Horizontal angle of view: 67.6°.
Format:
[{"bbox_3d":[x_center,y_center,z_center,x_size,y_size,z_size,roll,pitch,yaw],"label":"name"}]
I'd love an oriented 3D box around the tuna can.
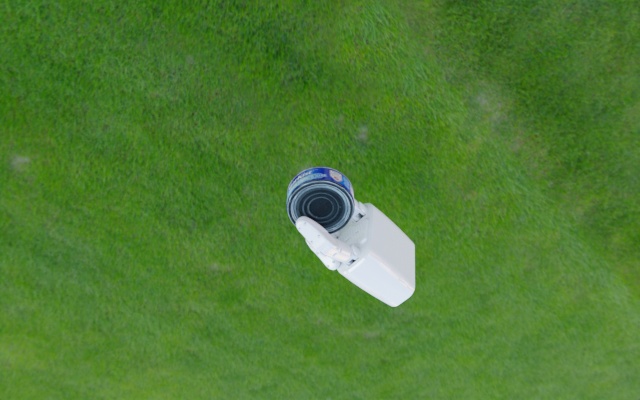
[{"bbox_3d":[0.000,0.002,0.601,0.086,0.086,0.033,0,34,-1],"label":"tuna can"}]
